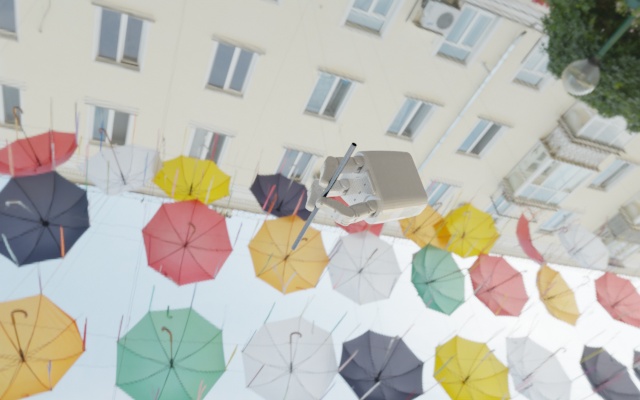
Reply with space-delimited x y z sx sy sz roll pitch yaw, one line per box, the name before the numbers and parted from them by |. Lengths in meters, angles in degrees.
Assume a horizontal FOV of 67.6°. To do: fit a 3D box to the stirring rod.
stirring rod | 0.000 0.002 0.723 0.011 0.011 0.240 0 -40 -30
